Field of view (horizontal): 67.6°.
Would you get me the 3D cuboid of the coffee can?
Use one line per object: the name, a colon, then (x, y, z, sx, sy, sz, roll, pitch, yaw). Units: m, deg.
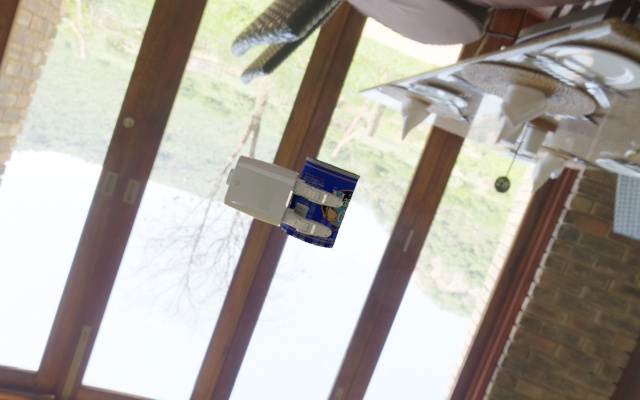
coffee can: (0.000, 0.003, 0.865, 0.103, 0.140, 0.103, 20, 6, -2)
